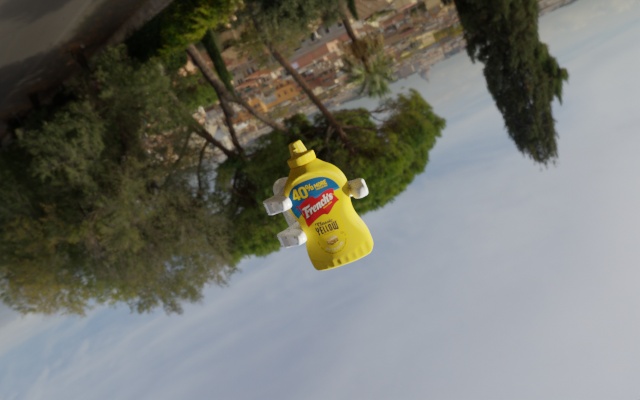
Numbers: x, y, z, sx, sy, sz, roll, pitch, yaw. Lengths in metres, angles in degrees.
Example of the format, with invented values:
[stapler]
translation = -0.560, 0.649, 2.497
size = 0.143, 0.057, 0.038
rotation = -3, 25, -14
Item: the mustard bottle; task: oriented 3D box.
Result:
[mustard bottle]
translation = 0.000, 0.003, 0.702
size = 0.096, 0.192, 0.058
rotation = -21, 11, 16
